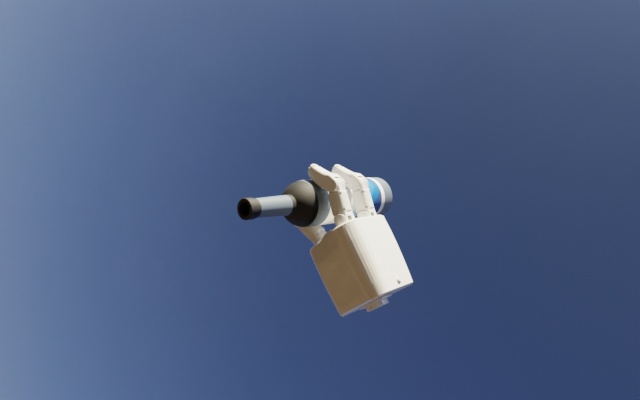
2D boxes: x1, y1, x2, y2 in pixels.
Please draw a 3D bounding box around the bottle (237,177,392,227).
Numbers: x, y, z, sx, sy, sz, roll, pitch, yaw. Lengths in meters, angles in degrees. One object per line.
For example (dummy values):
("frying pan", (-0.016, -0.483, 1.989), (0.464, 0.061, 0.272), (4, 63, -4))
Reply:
("bottle", (0.000, 0.002, 0.697), (0.069, 0.069, 0.295), (0, 3, 40))
